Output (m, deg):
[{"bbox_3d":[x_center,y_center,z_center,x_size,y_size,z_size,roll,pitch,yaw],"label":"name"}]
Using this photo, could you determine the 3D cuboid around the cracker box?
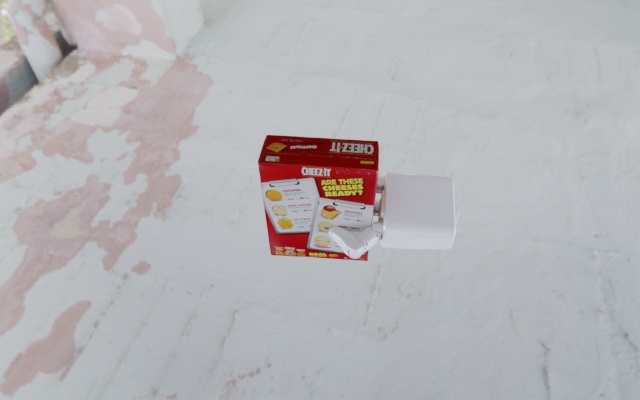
[{"bbox_3d":[0.000,0.003,0.731,0.164,0.072,0.214,3,-42,4],"label":"cracker box"}]
